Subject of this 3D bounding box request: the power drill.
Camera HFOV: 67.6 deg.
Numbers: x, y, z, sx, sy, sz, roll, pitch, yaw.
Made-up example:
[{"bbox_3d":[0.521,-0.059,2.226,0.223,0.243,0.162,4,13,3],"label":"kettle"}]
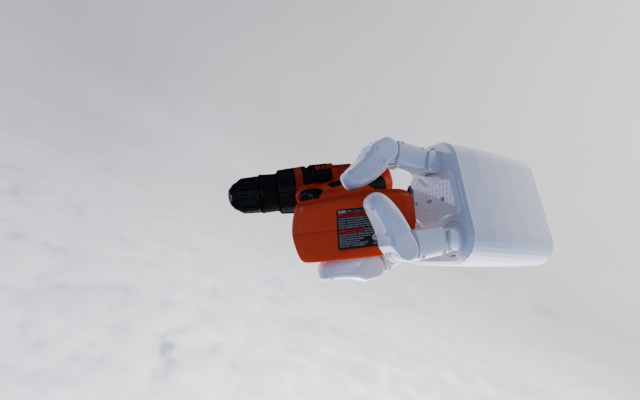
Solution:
[{"bbox_3d":[0.000,0.002,0.471,0.184,0.057,0.187,-8,16,-7],"label":"power drill"}]
